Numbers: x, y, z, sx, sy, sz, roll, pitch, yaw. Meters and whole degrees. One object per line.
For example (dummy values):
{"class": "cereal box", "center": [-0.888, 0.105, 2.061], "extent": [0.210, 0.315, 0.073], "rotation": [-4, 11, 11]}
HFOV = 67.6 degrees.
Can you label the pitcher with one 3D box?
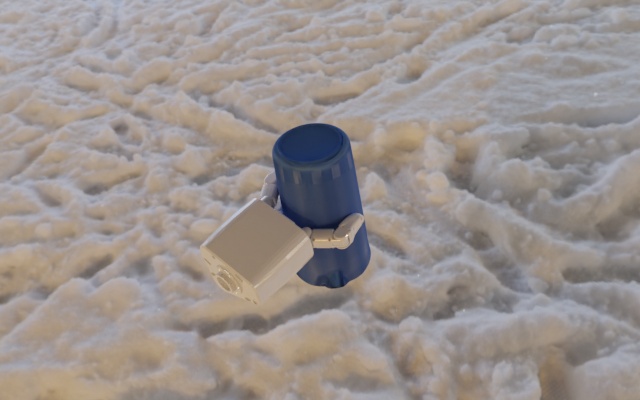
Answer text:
{"class": "pitcher", "center": [0.000, 0.003, 0.729], "extent": [0.149, 0.243, 0.145], "rotation": [24, 52, 32]}
